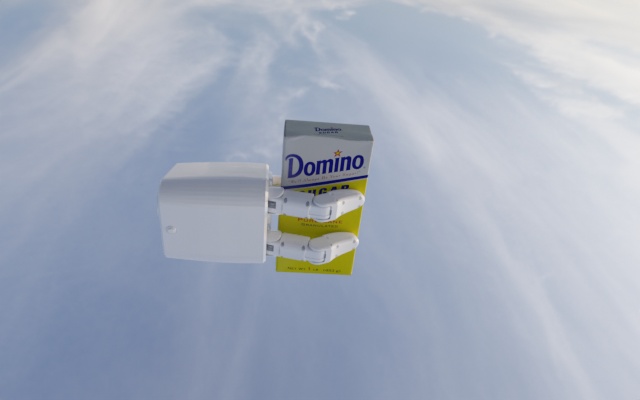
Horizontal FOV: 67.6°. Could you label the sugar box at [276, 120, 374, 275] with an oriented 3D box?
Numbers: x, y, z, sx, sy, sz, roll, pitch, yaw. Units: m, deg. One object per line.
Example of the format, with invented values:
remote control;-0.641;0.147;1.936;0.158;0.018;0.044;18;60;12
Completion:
sugar box;0.000;0.002;0.531;0.093;0.176;0.048;3;33;-5
